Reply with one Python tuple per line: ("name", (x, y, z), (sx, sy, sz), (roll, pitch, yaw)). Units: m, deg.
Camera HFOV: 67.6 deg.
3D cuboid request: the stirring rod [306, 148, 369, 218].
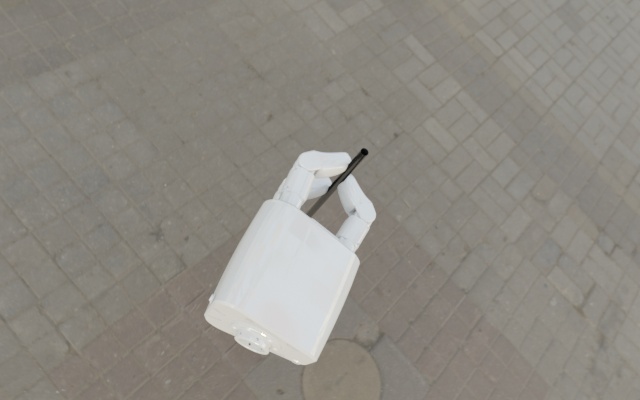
("stirring rod", (0.000, 0.002, 0.552), (0.011, 0.011, 0.240), (0, -23, -22))
